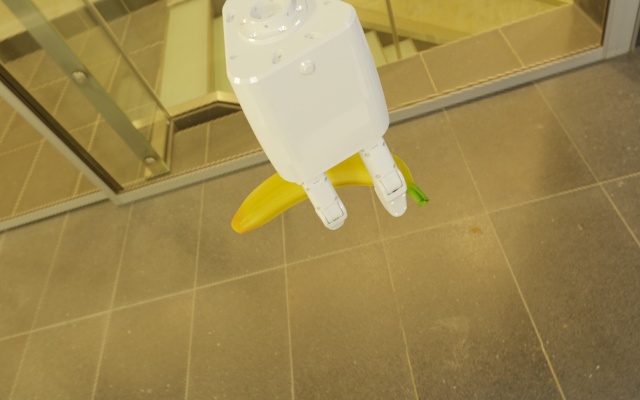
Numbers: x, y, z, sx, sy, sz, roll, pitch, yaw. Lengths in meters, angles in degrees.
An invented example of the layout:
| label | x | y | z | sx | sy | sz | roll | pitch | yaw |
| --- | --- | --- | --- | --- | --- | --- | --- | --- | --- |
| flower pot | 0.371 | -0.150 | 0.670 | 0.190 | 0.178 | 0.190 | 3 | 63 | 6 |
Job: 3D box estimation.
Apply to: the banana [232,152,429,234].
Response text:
| label | x | y | z | sx | sy | sz | roll | pitch | yaw |
| --- | --- | --- | --- | --- | --- | --- | --- | --- | --- |
| banana | 0.003 | -0.015 | 0.476 | 0.198 | 0.069 | 0.037 | -10 | -31 | 12 |
